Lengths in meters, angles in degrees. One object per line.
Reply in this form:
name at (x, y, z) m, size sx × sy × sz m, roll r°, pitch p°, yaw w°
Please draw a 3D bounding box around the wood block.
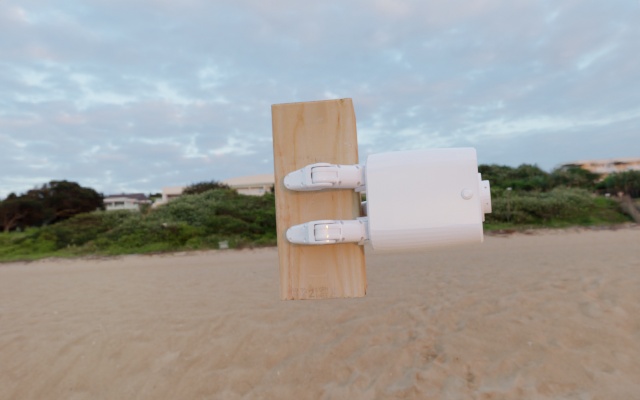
wood block at (0.001, 0.002, 0.536) m, size 0.090 × 0.206 × 0.091 m, roll -4°, pitch -5°, yaw 7°
